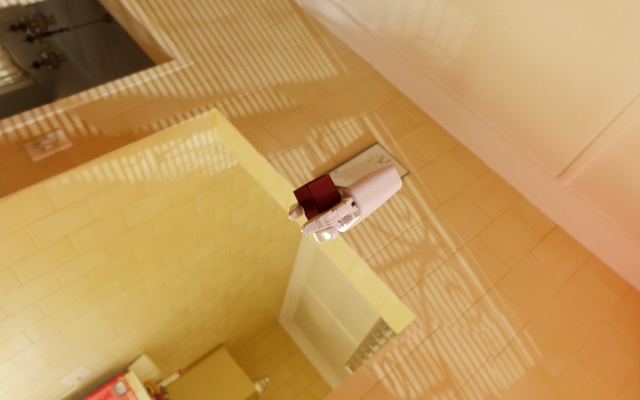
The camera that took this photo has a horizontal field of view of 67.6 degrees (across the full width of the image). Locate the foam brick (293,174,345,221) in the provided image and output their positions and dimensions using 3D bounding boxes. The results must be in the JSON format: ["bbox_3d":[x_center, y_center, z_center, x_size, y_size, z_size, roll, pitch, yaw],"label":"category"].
[{"bbox_3d":[0.000,0.002,0.801,0.051,0.078,0.053,-31,8,-29],"label":"foam brick"}]
